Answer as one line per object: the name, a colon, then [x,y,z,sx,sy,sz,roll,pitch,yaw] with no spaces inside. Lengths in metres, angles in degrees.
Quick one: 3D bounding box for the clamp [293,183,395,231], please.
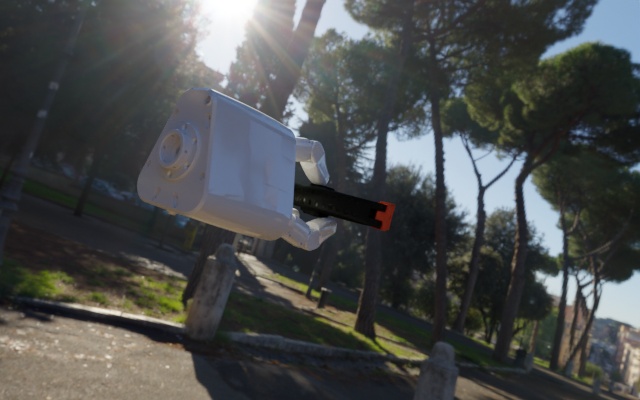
clamp: [0.001,0.001,0.556,0.210,0.036,0.164,13,-3,36]
